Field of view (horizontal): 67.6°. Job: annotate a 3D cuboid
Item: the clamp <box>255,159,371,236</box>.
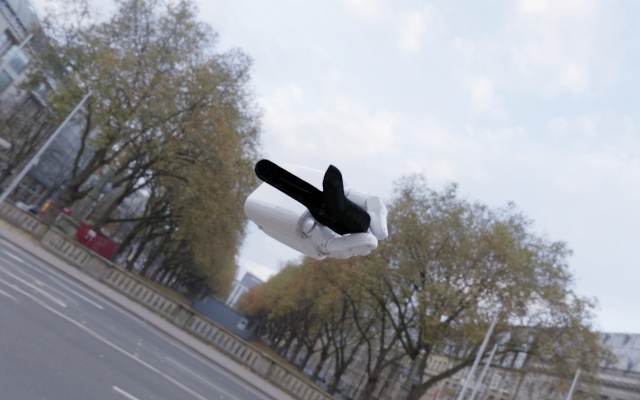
[{"bbox_3d":[0.001,0.001,0.569,0.120,0.039,0.172,20,-21,35],"label":"clamp"}]
